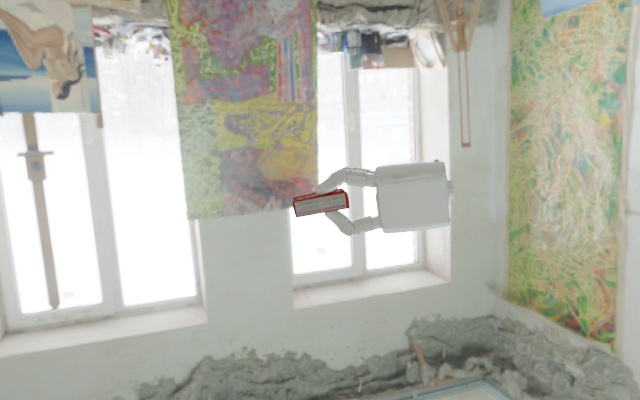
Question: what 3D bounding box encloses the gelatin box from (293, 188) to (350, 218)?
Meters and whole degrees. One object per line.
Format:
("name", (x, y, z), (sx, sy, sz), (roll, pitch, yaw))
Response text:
("gelatin box", (0.000, 0.003, 0.784), (0.089, 0.030, 0.073), (-11, 6, 0))
